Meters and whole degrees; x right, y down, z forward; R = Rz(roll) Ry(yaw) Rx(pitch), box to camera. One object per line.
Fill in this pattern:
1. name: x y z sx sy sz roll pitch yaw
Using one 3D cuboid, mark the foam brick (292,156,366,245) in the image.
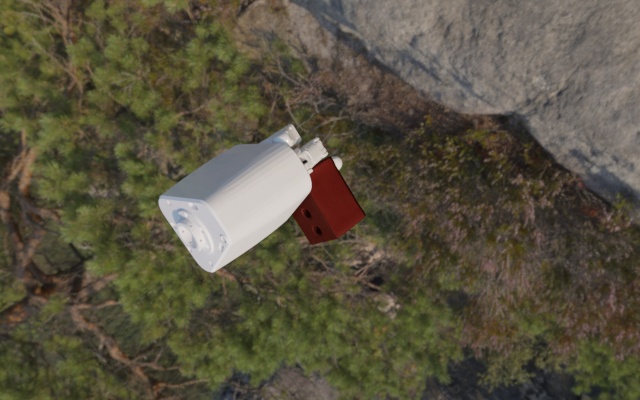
1. foam brick: 0.000 0.002 0.522 0.051 0.078 0.053 -39 12 -36
